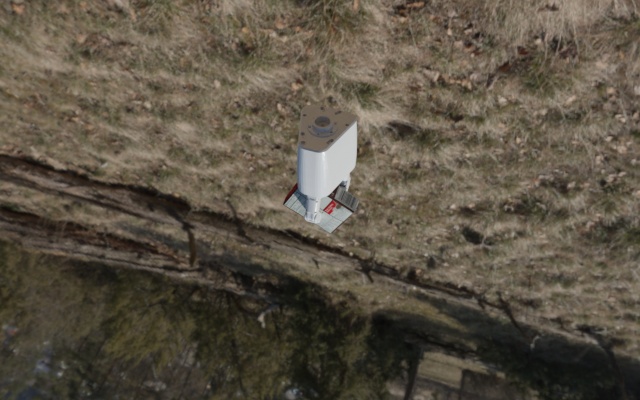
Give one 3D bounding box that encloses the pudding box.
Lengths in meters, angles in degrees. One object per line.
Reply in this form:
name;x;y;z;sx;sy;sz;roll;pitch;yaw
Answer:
pudding box;0.000;0.003;0.872;0.113;0.039;0.090;33;-40;-9
